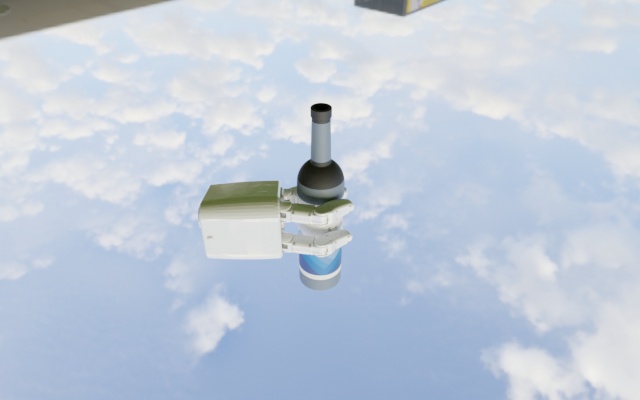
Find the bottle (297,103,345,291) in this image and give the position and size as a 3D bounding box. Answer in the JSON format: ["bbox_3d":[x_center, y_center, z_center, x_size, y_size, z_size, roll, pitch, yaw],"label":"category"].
[{"bbox_3d":[0.000,0.002,0.684,0.069,0.296,0.069,0,36,0],"label":"bottle"}]
